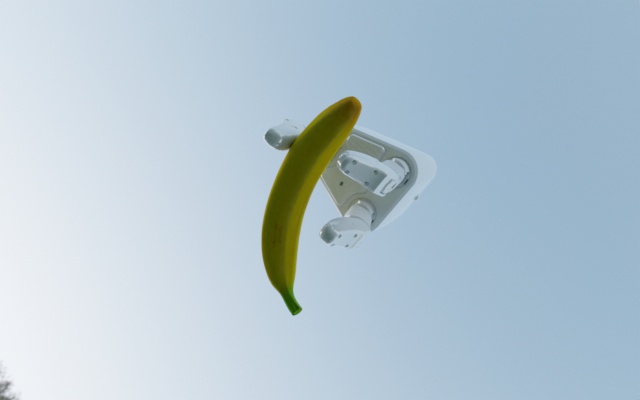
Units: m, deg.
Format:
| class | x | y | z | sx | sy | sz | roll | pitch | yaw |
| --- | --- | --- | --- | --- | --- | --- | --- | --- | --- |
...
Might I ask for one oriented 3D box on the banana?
| class | x | y | z | sx | sy | sz | roll | pitch | yaw |
| --- | --- | --- | --- | --- | --- | --- | --- | --- | --- |
| banana | -0.016 | -0.001 | 0.431 | 0.069 | 0.198 | 0.037 | 20 | 12 | 27 |
